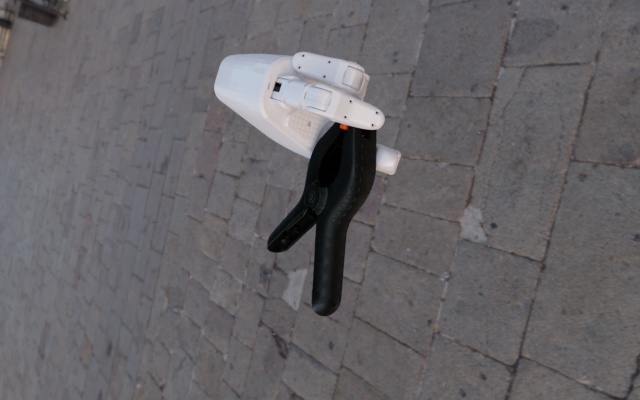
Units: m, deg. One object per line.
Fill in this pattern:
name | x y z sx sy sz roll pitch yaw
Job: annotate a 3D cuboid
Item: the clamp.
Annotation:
clamp | 0.000 0.001 0.427 0.039 0.171 0.120 12 9 -40
